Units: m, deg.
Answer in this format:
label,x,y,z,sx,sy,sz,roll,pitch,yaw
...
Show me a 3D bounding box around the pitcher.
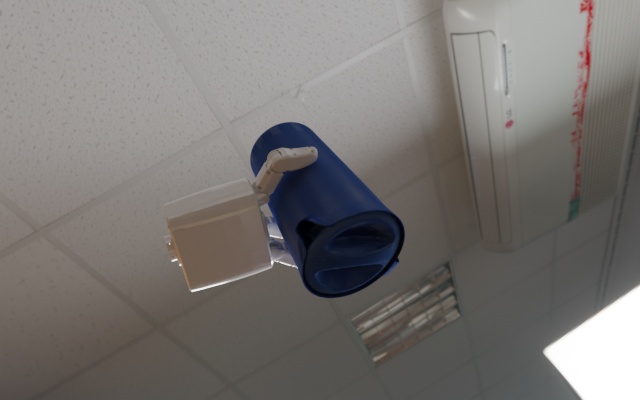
label,x,y,z,sx,sy,sz,roll,pitch,yaw
pitcher,0.000,0.002,0.632,0.145,0.149,0.242,-18,43,-16
